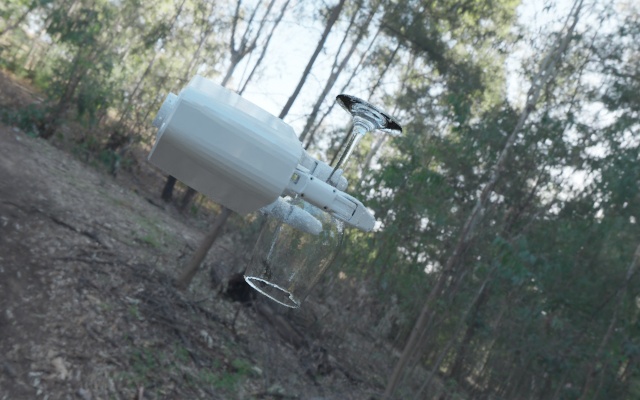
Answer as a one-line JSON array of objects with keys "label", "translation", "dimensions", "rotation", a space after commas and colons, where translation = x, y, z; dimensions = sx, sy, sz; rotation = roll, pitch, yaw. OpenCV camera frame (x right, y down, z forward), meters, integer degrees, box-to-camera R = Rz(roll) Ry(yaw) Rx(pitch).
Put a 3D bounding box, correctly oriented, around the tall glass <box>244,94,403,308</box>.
[{"label": "tall glass", "translation": [0.001, 0.001, 0.467], "dimensions": [0.079, 0.201, 0.079], "rotation": [28, -3, 2]}]
